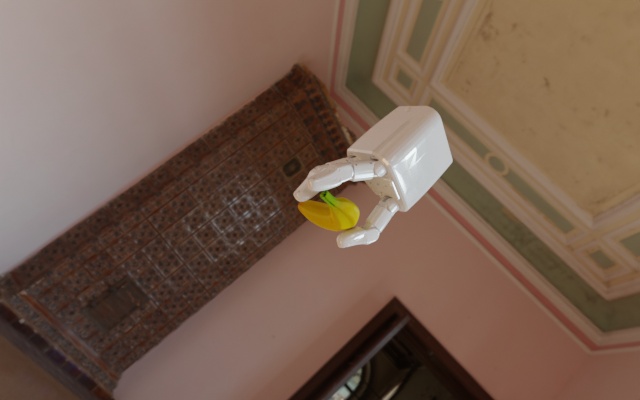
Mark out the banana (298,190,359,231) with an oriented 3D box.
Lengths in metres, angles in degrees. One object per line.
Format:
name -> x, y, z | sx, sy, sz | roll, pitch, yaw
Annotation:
banana -> 0.014, 0.015, 0.676 | 0.037, 0.069, 0.198 | -46, 5, -13
